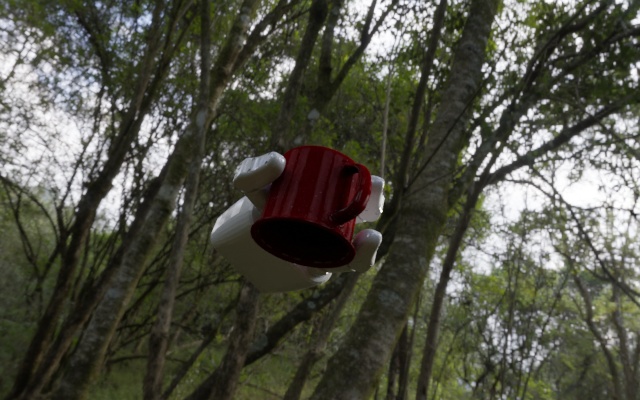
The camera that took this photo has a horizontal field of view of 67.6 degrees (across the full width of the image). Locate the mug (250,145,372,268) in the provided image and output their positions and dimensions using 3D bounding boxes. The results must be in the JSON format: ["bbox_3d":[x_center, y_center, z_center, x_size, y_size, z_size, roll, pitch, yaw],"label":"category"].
[{"bbox_3d":[0.001,0.001,0.421,0.093,0.081,0.117,31,-34,-27],"label":"mug"}]
